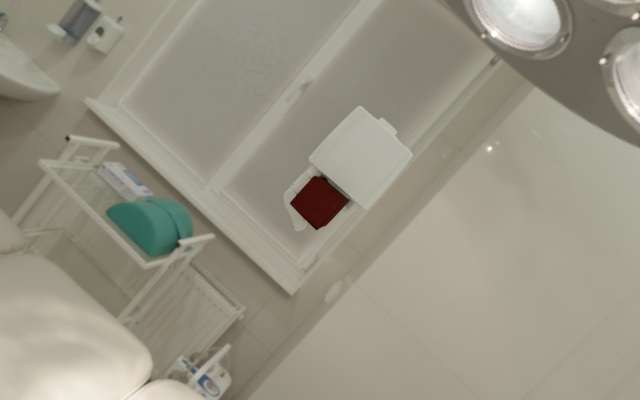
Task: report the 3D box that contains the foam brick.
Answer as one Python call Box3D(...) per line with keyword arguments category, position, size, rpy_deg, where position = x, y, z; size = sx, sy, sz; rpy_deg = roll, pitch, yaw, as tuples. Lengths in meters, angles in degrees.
Box3D(category="foam brick", position=(0.000, 0.002, 0.651), size=(0.053, 0.051, 0.078), rpy_deg=(44, 8, 5))
